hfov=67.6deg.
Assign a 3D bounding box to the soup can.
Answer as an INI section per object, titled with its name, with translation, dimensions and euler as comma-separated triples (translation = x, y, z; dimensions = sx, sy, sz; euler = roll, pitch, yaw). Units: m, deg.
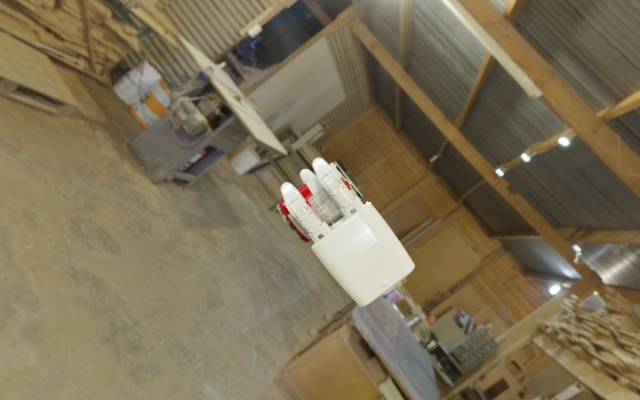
[soup can]
translation = 0.000, 0.002, 0.667
dimensions = 0.102, 0.068, 0.068
euler = -38, -4, 5
